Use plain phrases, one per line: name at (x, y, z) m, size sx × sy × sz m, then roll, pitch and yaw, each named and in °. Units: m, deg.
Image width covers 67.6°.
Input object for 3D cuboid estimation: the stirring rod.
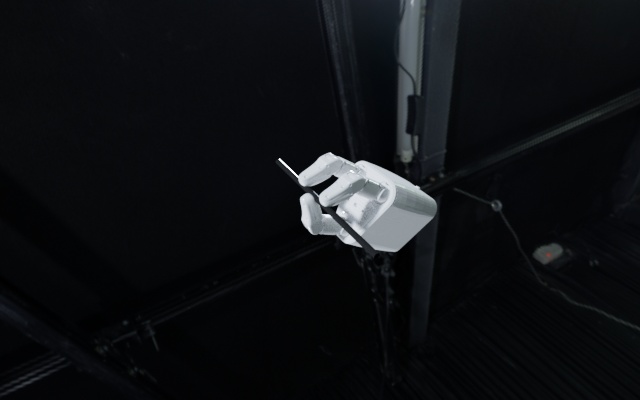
stirring rod at (0.000, 0.002, 0.597) m, size 0.011 × 0.011 × 0.239 m, roll 0°, pitch 29°, yaw -35°
